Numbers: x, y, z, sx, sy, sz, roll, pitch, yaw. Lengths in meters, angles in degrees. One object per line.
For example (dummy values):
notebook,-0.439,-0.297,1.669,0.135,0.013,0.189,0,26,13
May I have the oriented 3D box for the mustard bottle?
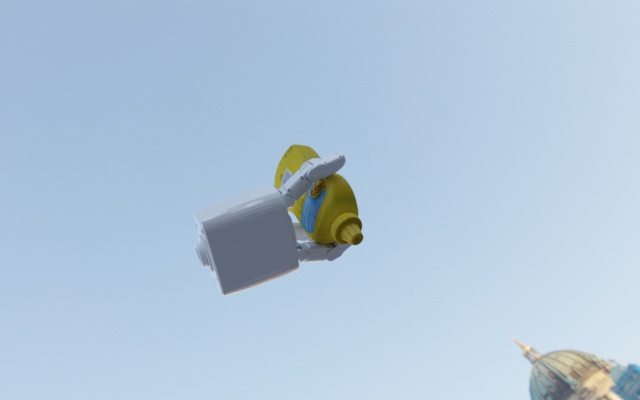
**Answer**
mustard bottle,0.000,0.002,0.652,0.058,0.096,0.191,4,26,-34
